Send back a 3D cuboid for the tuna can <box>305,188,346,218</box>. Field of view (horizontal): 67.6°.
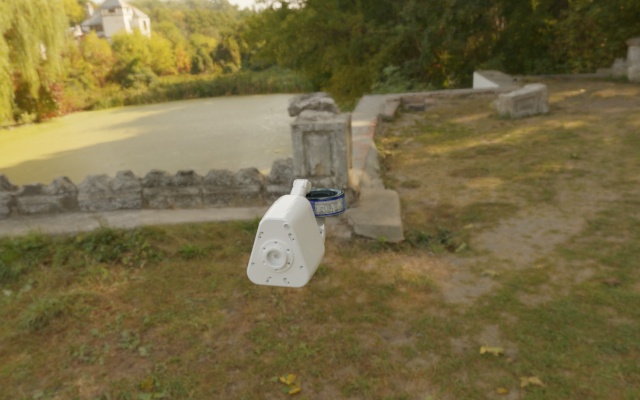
[{"bbox_3d":[0.000,0.002,0.829,0.086,0.034,0.086,-3,13,1],"label":"tuna can"}]
